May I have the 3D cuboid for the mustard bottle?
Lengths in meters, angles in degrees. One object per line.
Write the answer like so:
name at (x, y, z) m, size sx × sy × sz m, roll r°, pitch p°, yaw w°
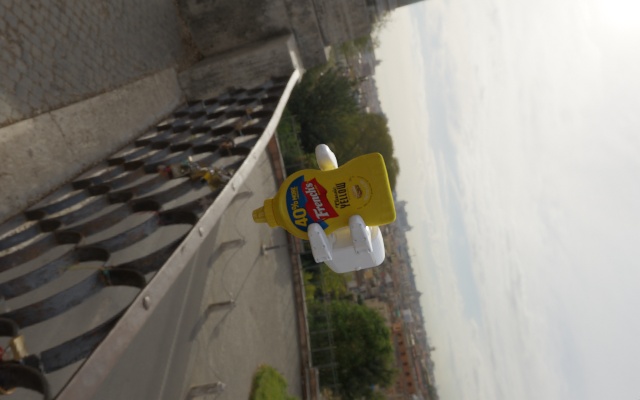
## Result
mustard bottle at (0.000, 0.002, 0.650) m, size 0.191 × 0.096 × 0.058 m, roll -13°, pitch -5°, yaw 9°
